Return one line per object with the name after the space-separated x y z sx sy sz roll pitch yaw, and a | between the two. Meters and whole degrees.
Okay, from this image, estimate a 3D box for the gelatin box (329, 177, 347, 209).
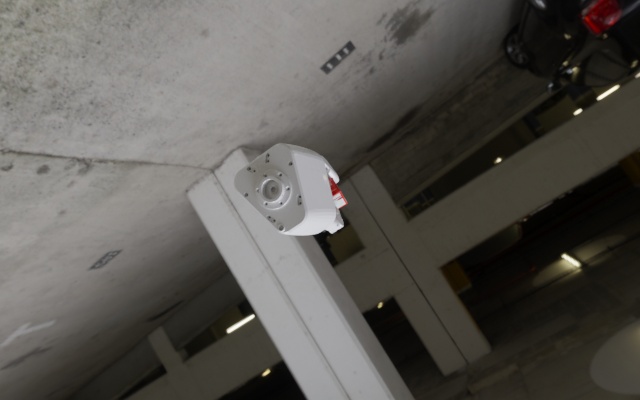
0.000 0.003 0.762 0.073 0.030 0.089 -31 -16 3 | gelatin box
